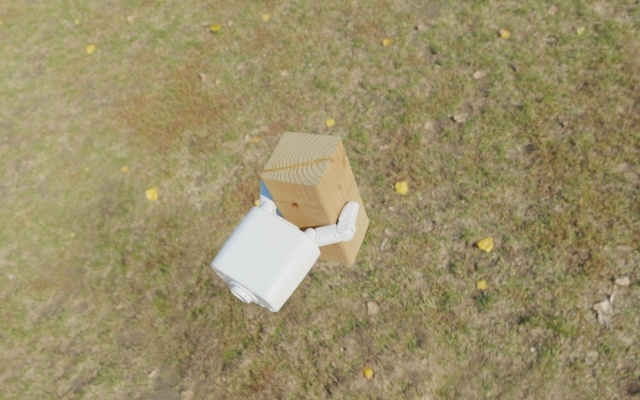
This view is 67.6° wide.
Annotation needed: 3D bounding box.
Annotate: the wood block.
[{"bbox_3d":[0.000,0.003,0.722,0.091,0.090,0.206,10,-33,25],"label":"wood block"}]
